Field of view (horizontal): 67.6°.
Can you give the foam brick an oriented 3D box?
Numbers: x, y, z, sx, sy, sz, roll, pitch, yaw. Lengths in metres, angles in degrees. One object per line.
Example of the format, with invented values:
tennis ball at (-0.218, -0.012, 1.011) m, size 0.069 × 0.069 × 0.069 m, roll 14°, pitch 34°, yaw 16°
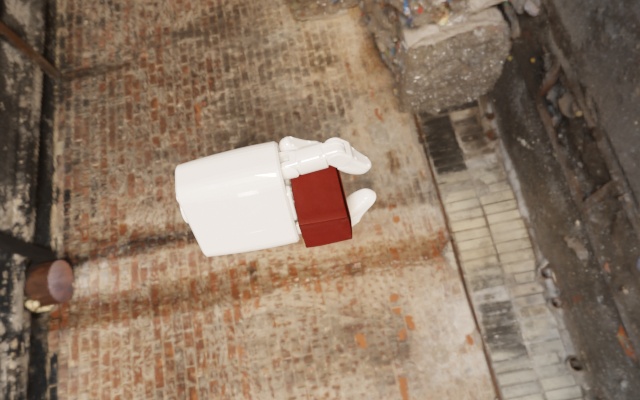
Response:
foam brick at (0.000, 0.002, 0.495) m, size 0.051 × 0.078 × 0.053 m, roll -12°, pitch -31°, yaw 0°
